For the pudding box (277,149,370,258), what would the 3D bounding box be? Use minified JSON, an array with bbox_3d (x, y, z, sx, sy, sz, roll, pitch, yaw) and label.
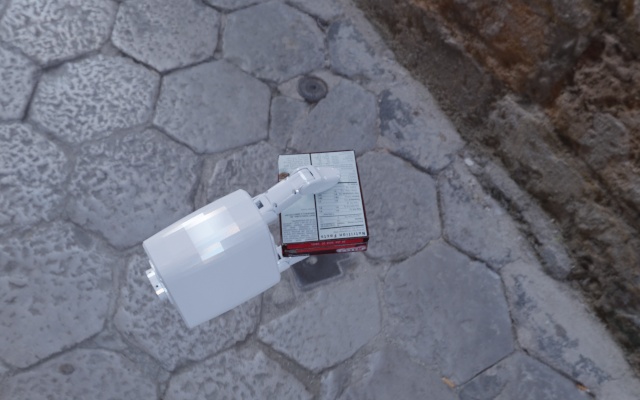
[{"bbox_3d":[0.000,0.002,0.509,0.090,0.113,0.039,-4,-28,-4],"label":"pudding box"}]
